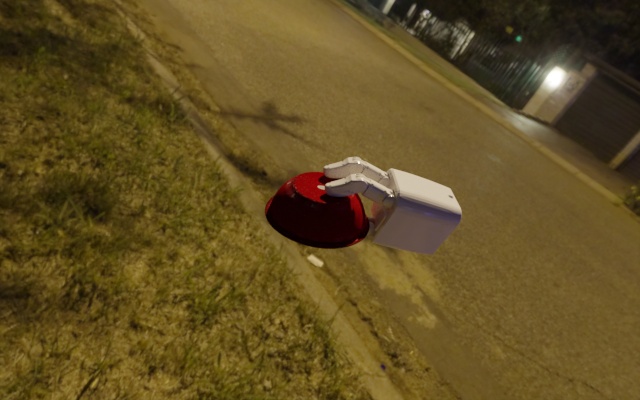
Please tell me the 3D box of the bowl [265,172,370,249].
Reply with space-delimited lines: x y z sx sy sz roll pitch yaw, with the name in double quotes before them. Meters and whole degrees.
"bowl" -0.001 0.002 0.711 0.162 0.055 0.162 8 31 -5
